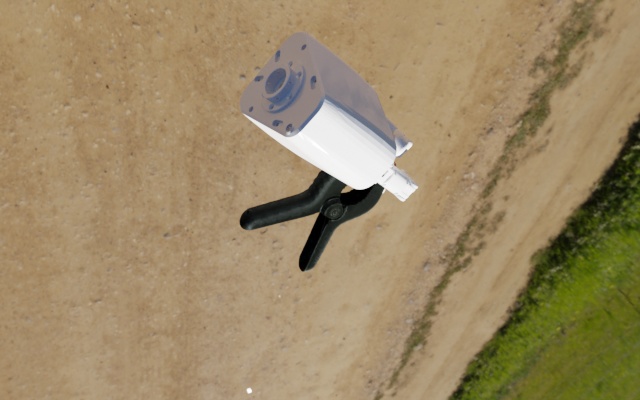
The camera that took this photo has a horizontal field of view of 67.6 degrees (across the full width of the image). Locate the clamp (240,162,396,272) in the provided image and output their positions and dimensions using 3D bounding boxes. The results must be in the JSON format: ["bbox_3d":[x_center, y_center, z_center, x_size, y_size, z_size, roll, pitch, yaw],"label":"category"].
[{"bbox_3d":[0.000,0.002,0.513,0.120,0.171,0.039,29,20,-44],"label":"clamp"}]
